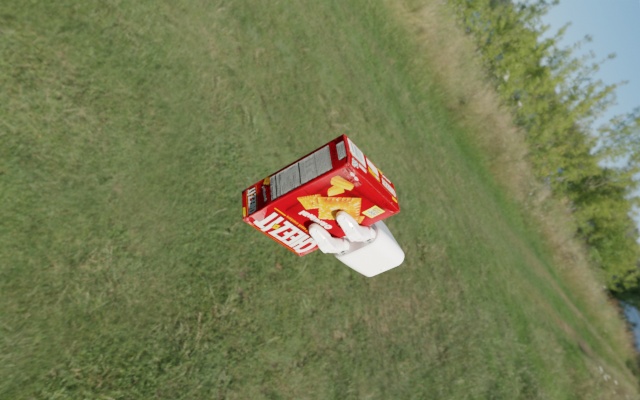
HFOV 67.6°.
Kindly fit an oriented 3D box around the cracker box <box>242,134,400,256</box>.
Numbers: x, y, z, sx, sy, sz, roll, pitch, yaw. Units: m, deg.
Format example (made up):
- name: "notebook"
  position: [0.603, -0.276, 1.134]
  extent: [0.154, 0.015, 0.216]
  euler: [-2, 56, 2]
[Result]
- name: "cracker box"
  position: [0.000, 0.002, 0.808]
  extent: [0.214, 0.072, 0.164]
  euler: [-27, -42, 24]
